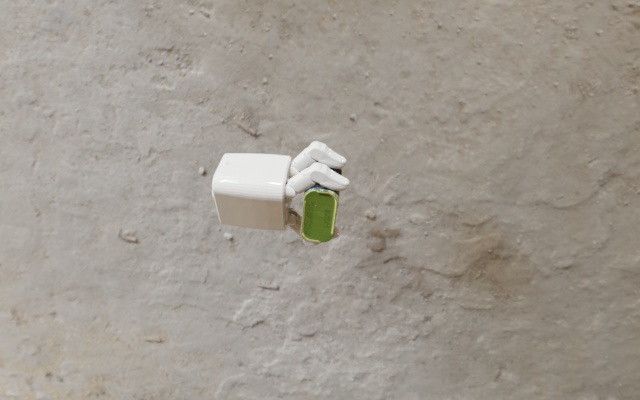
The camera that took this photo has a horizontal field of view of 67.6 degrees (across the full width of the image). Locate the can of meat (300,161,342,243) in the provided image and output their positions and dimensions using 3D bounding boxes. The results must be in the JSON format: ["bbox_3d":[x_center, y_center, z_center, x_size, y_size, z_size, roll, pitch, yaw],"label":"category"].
[{"bbox_3d":[0.000,0.003,0.737,0.057,0.102,0.084,6,35,1],"label":"can of meat"}]
